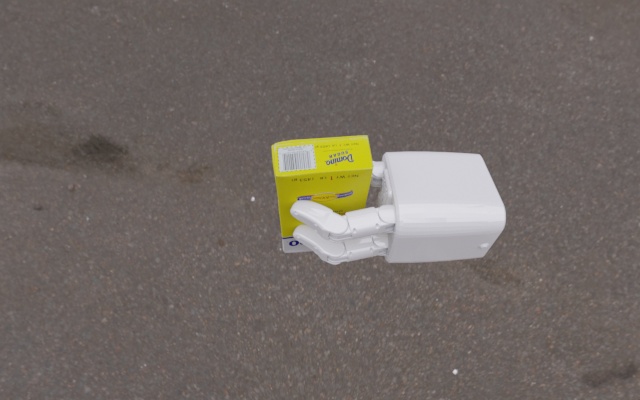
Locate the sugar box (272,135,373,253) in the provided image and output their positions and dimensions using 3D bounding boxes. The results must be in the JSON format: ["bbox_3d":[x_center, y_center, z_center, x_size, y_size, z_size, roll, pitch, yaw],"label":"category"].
[{"bbox_3d":[0.000,0.002,0.515,0.093,0.048,0.176,-4,-32,-3],"label":"sugar box"}]
